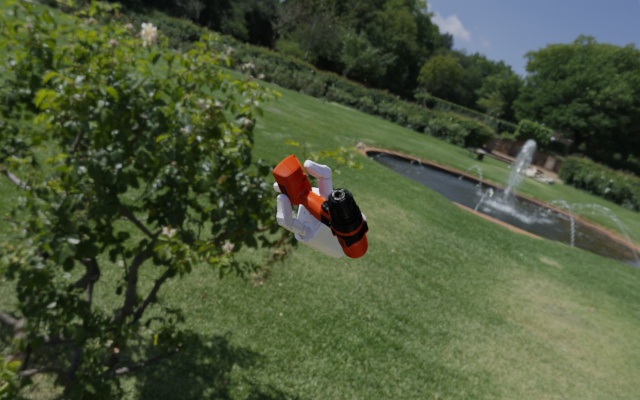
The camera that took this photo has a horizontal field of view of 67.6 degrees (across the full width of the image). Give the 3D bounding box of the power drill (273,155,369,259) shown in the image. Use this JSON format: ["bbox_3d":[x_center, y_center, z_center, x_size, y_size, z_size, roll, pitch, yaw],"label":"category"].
[{"bbox_3d":[0.000,0.002,0.806,0.187,0.057,0.185,42,-17,32],"label":"power drill"}]
